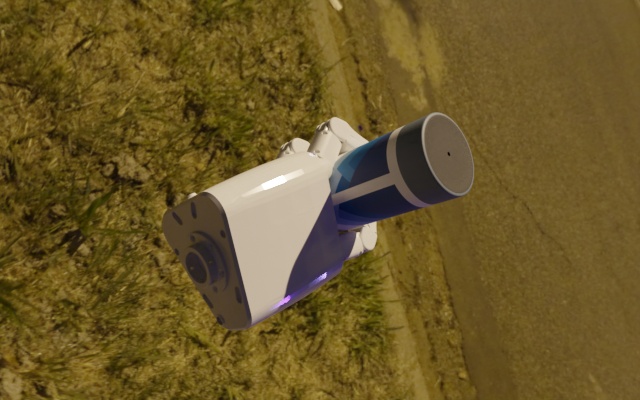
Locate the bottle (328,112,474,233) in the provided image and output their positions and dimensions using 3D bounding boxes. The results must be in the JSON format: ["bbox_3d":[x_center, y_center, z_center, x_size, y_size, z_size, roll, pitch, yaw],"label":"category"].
[{"bbox_3d":[0.000,0.001,0.462,0.069,0.069,0.296,0,-14,-43],"label":"bottle"}]
